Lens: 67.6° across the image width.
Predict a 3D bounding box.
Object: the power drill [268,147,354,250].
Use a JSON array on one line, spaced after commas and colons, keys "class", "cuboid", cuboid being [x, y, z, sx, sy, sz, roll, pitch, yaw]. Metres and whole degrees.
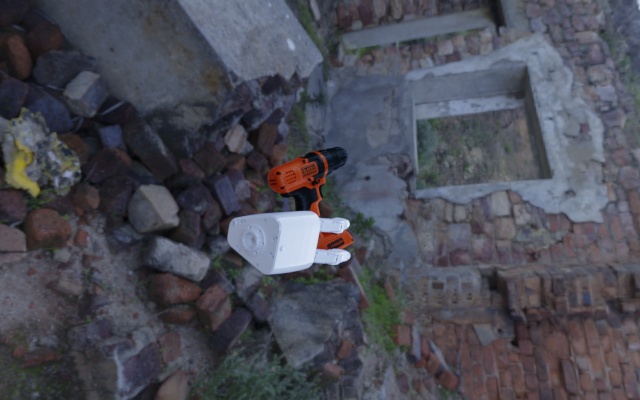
[{"class": "power drill", "cuboid": [0.000, 0.003, 0.886, 0.184, 0.188, 0.057, -24, 11, -38]}]
